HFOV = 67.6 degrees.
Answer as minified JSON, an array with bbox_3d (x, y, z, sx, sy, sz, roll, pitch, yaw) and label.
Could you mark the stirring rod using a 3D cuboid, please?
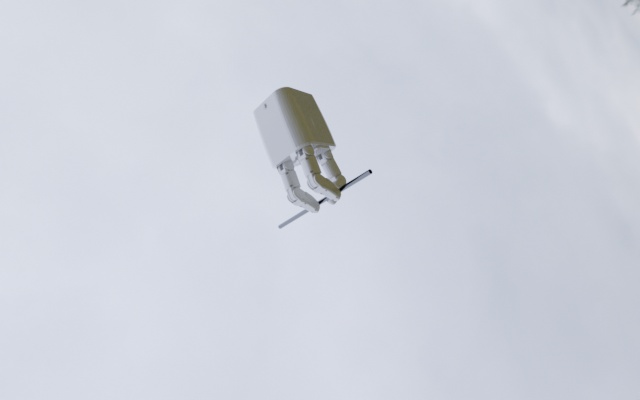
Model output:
[{"bbox_3d":[0.000,0.002,0.797,0.011,0.011,0.239,0,-23,-42],"label":"stirring rod"}]
